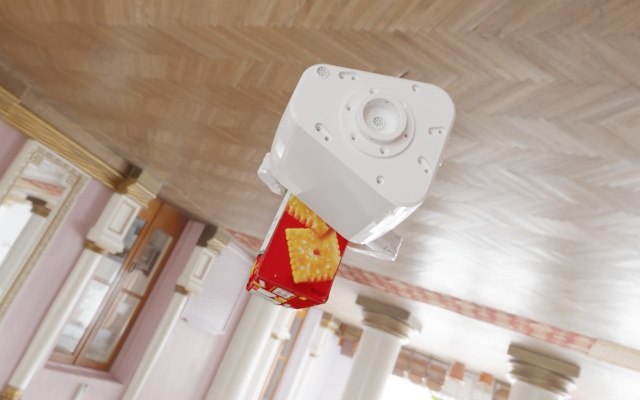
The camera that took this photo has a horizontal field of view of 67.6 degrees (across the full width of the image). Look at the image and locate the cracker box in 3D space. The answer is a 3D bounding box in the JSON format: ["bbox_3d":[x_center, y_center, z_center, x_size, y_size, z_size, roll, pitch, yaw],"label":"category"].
[{"bbox_3d":[0.000,0.002,0.493,0.072,0.213,0.164,25,-19,-4],"label":"cracker box"}]
